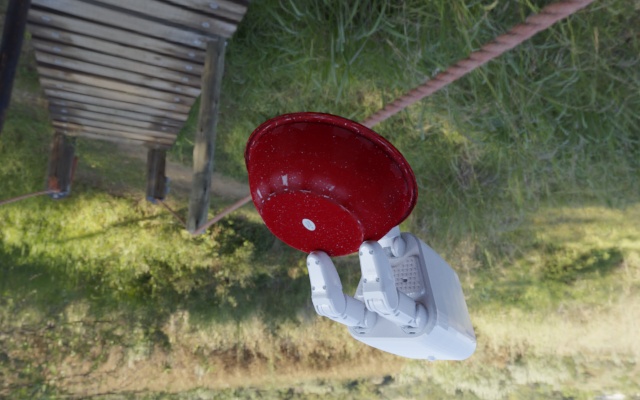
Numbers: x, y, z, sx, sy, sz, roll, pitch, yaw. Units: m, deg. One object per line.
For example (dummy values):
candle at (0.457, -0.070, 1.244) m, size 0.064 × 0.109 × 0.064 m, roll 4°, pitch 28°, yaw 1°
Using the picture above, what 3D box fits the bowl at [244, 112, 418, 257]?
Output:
bowl at (-0.001, 0.001, 0.418) m, size 0.162 × 0.055 × 0.162 m, roll 13°, pitch -37°, yaw 10°
